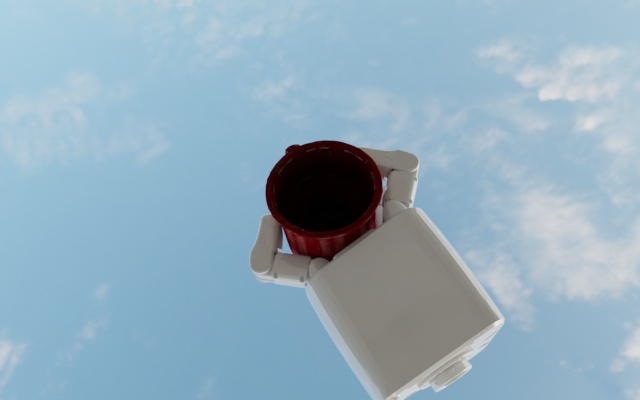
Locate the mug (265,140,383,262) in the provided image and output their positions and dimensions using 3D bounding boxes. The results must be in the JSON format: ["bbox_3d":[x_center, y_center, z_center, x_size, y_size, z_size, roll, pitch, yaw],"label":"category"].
[{"bbox_3d":[-0.001,0.000,0.415,0.093,0.117,0.082,-29,-31,-11],"label":"mug"}]
